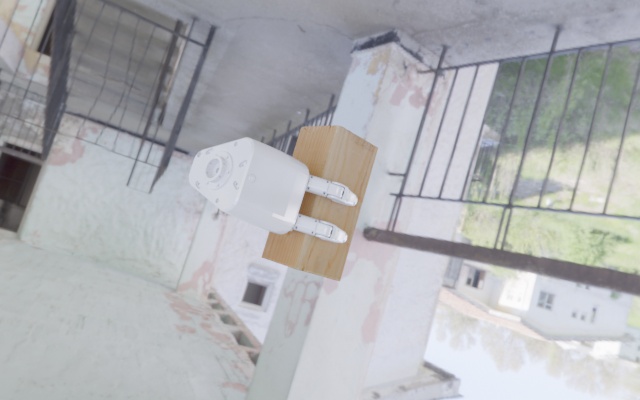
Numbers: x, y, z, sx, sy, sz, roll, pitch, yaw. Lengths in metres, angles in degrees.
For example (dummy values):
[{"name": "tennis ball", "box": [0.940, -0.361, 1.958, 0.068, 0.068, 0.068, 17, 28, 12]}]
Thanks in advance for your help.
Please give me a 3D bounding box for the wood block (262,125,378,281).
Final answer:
[{"name": "wood block", "box": [0.000, 0.002, 0.707, 0.090, 0.206, 0.091, 23, -9, -40]}]
